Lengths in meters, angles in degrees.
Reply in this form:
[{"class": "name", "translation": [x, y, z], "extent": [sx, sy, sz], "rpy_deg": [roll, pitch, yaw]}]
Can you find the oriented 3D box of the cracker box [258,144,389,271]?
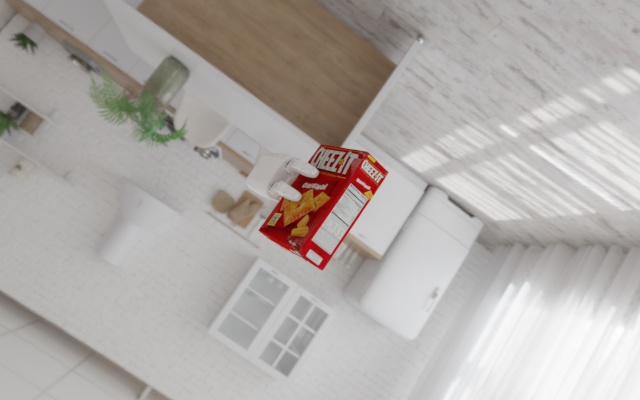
[{"class": "cracker box", "translation": [0.000, 0.003, 0.876], "extent": [0.072, 0.213, 0.164], "rpy_deg": [41, -11, -32]}]
